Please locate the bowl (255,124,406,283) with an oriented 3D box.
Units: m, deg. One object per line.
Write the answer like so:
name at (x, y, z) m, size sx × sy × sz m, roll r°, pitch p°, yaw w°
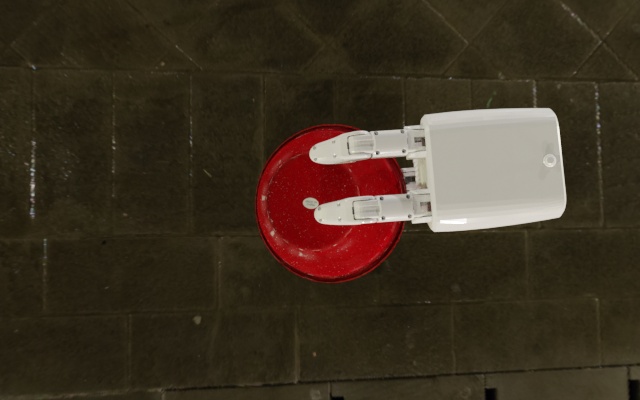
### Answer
bowl at (-0.001, 0.002, 0.463) m, size 0.162 × 0.162 × 0.055 m, roll 0°, pitch -2°, yaw 17°
